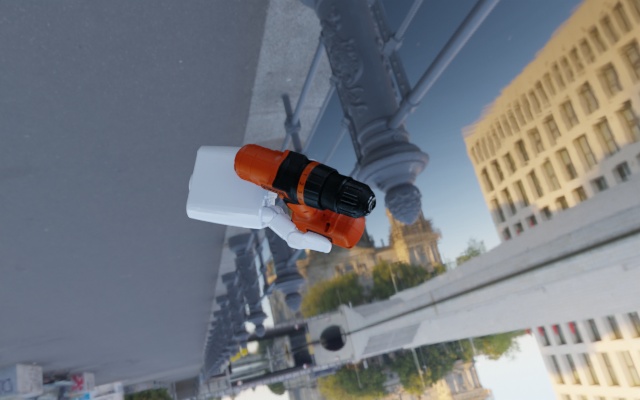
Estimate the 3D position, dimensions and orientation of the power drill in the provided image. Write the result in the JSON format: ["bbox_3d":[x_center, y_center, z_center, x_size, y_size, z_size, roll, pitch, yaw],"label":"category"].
[{"bbox_3d":[0.000,0.002,0.609,0.184,0.057,0.188,22,-15,26],"label":"power drill"}]
